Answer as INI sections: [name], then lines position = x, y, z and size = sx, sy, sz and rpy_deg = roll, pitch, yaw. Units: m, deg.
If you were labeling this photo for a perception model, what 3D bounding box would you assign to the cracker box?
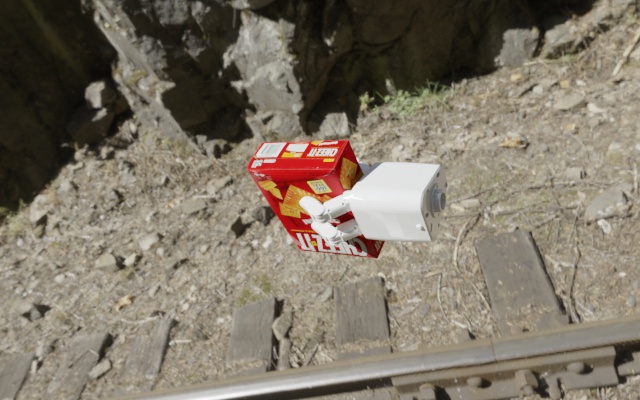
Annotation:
[cracker box]
position = 0.000, 0.002, 0.779
size = 0.164, 0.072, 0.214
rpy_deg = 3, -41, 32
